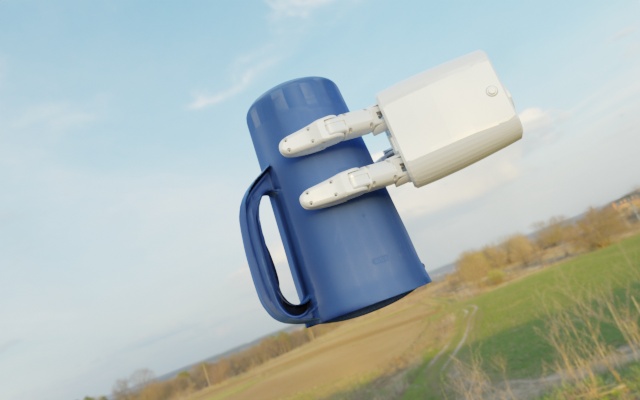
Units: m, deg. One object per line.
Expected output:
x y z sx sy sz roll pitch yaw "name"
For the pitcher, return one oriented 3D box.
0.000 0.002 0.492 0.145 0.242 0.149 -24 -13 12 "pitcher"
